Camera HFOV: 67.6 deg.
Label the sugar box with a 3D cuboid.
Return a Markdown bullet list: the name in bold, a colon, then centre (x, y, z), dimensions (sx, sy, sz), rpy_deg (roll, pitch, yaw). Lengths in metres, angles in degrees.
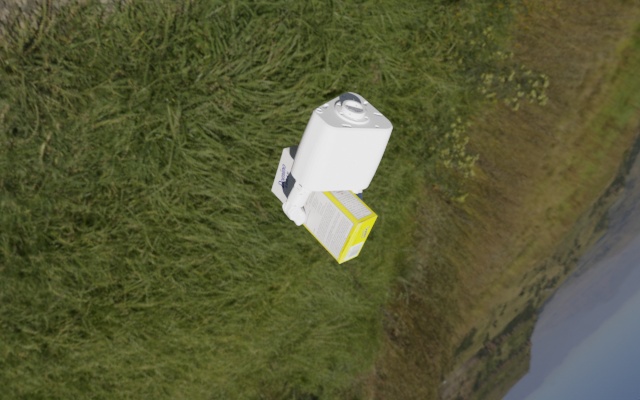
- **sugar box**: centre (0.001, 0.002, 0.728), dimensions (0.048, 0.093, 0.176), rpy_deg (-18, 54, -38)
